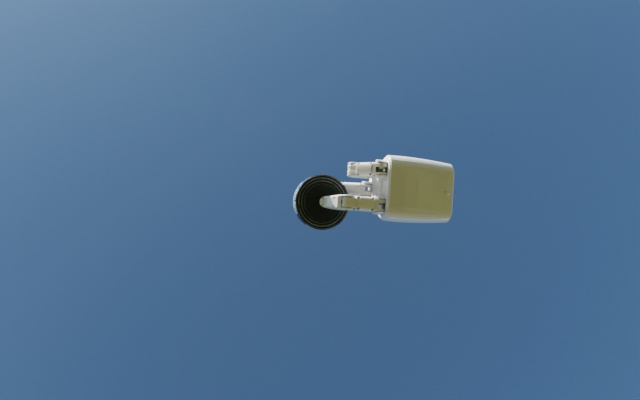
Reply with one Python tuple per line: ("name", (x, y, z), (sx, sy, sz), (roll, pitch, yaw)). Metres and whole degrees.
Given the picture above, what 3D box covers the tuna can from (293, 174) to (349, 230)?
("tuna can", (0.000, 0.002, 0.753), (0.086, 0.086, 0.034), (0, 1, -13))
